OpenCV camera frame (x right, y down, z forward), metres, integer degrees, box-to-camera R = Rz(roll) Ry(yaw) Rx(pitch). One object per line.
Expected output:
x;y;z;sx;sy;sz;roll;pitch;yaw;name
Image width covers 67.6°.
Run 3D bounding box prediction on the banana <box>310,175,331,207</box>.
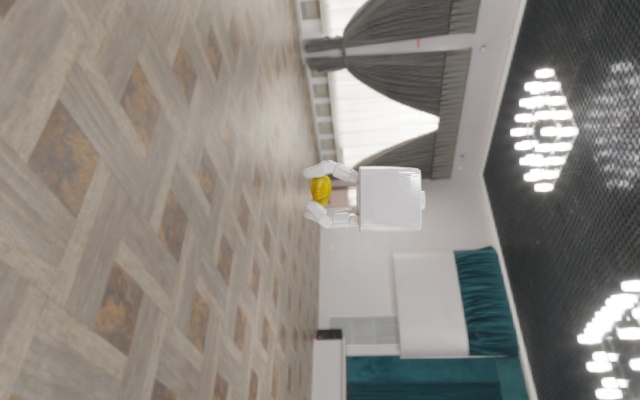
0.001;-0.014;0.899;0.037;0.069;0.198;3;-14;1;banana
